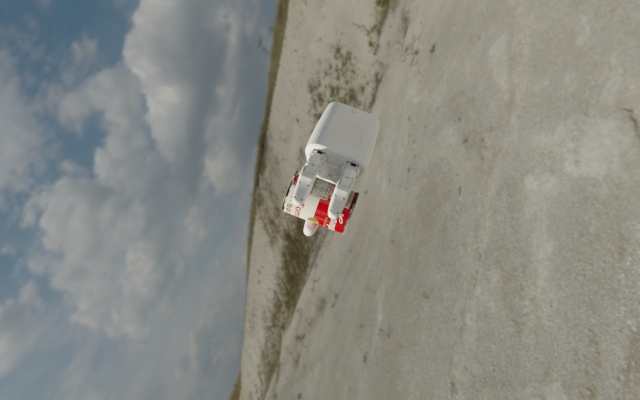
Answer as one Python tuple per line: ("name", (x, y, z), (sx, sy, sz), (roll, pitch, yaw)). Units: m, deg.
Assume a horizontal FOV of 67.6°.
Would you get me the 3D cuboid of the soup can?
("soup can", (0.000, 0.003, 0.727), (0.102, 0.068, 0.068), (21, 1, 2))
